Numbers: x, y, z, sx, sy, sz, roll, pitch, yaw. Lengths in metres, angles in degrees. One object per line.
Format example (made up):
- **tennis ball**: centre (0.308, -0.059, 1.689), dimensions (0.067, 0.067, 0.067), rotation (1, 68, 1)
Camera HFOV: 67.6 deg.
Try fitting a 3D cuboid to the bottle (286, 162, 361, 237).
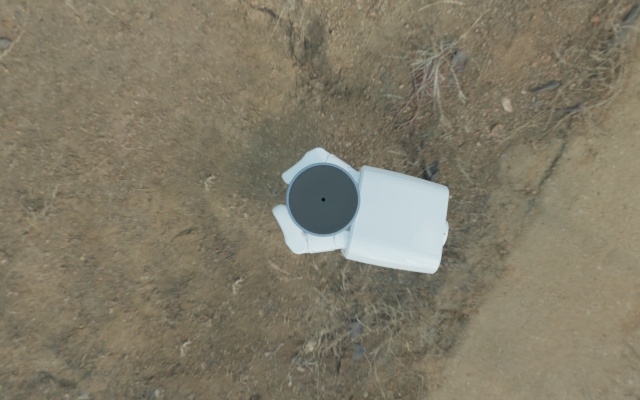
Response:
- **bottle**: centre (0.000, 0.002, 0.569), dimensions (0.069, 0.069, 0.296), rotation (0, -1, -1)
